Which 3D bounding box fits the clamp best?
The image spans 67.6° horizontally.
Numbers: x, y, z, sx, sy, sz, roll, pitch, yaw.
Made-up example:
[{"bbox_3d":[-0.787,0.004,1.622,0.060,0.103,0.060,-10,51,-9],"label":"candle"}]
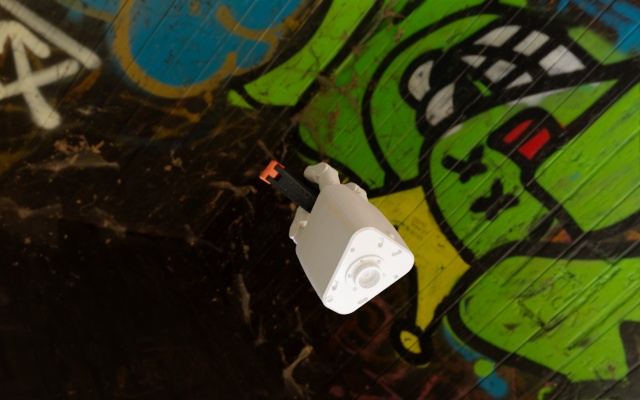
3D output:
[{"bbox_3d":[-0.001,0.003,0.668,0.210,0.036,0.164,34,8,-30],"label":"clamp"}]
